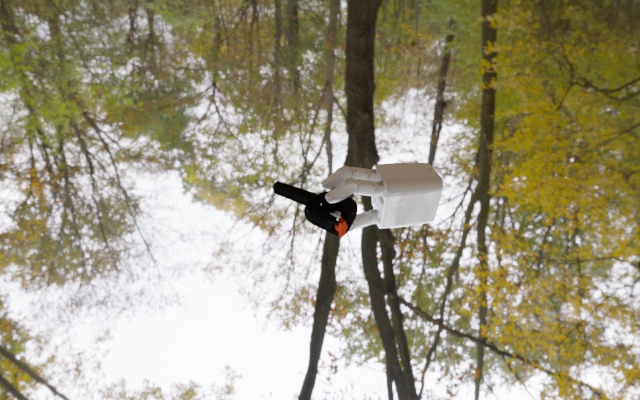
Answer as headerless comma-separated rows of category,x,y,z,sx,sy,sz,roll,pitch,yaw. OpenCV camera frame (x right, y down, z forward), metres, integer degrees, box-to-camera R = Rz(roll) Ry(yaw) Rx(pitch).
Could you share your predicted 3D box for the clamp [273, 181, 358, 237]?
clamp,0.000,0.004,0.865,0.164,0.036,0.210,-7,28,-6
